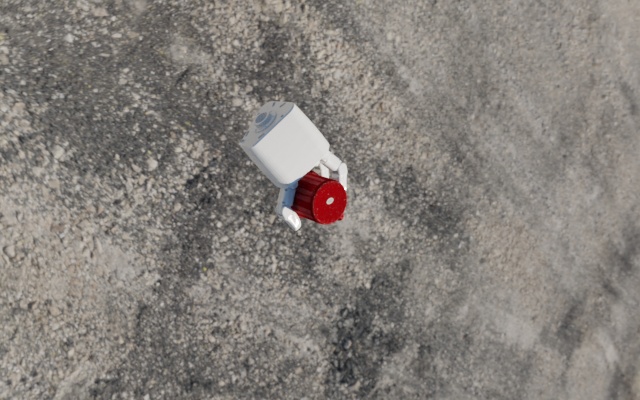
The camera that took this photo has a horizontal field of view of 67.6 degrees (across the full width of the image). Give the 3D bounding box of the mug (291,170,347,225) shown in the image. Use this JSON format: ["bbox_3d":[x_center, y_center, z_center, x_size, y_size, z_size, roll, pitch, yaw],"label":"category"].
[{"bbox_3d":[0.001,0.004,0.865,0.081,0.093,0.117,19,-21,50],"label":"mug"}]
